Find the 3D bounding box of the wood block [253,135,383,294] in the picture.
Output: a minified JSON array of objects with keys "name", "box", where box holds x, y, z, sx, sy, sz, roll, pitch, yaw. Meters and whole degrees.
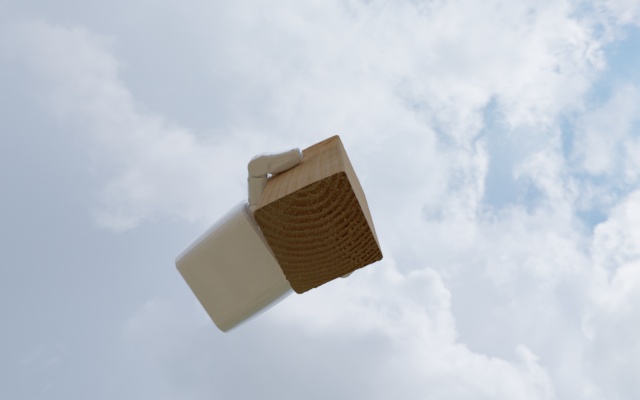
[{"name":"wood block","box":[0.000,0.002,0.513,0.090,0.091,0.206,-24,15,7]}]
